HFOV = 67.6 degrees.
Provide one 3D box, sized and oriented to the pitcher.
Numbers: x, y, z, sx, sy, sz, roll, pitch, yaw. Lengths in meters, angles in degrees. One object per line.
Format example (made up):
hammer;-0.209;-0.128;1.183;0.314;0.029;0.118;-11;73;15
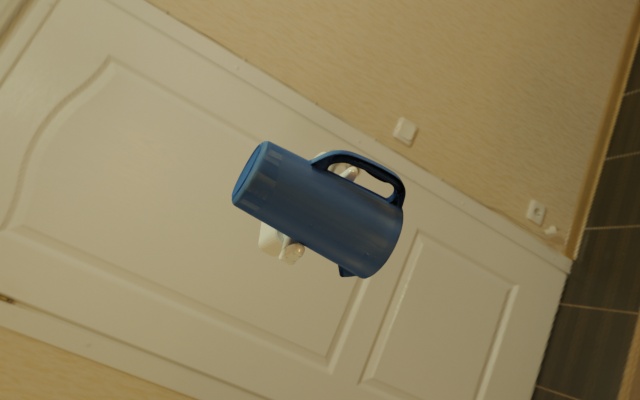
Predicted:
pitcher;0.000;0.002;0.723;0.243;0.149;0.145;28;-25;-16
